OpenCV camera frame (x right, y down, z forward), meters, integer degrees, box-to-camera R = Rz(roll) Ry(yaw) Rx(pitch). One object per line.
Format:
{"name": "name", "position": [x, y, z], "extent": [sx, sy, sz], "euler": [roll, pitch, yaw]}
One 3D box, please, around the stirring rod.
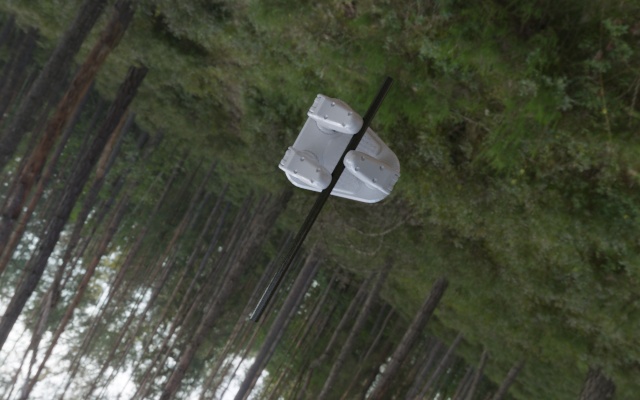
{"name": "stirring rod", "position": [0.000, 0.001, 0.413], "extent": [0.011, 0.239, 0.011], "euler": [29, 5, -3]}
